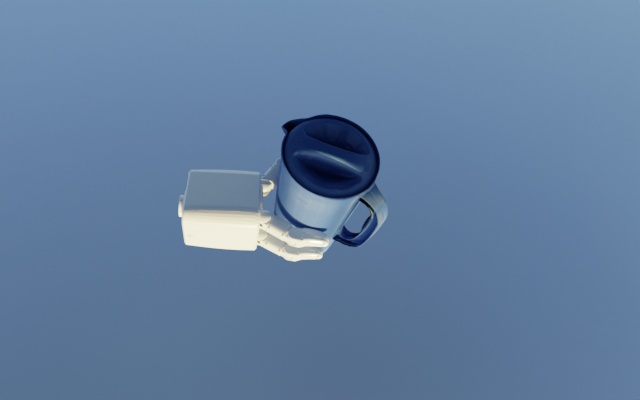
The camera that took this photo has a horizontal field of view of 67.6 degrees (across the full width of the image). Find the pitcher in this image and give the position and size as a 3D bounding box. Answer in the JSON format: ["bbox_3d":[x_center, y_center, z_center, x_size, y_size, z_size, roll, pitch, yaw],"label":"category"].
[{"bbox_3d":[0.000,0.002,0.717,0.145,0.149,0.243,2,-29,-11],"label":"pitcher"}]
